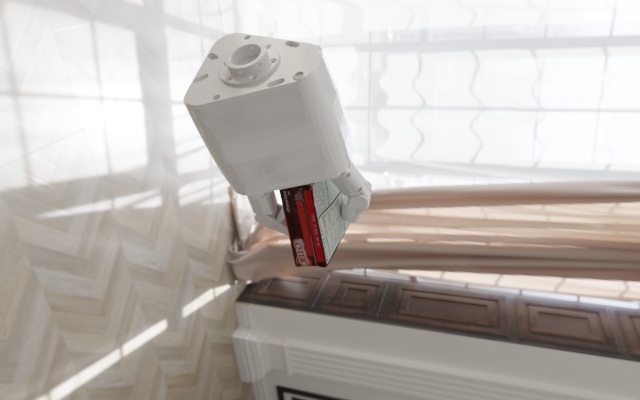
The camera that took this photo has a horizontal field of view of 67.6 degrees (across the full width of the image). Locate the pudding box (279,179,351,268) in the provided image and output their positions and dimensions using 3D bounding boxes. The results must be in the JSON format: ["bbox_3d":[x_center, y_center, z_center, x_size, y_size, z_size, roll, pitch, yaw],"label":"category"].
[{"bbox_3d":[0.000,0.002,0.488,0.039,0.090,0.113,1,26,22],"label":"pudding box"}]
